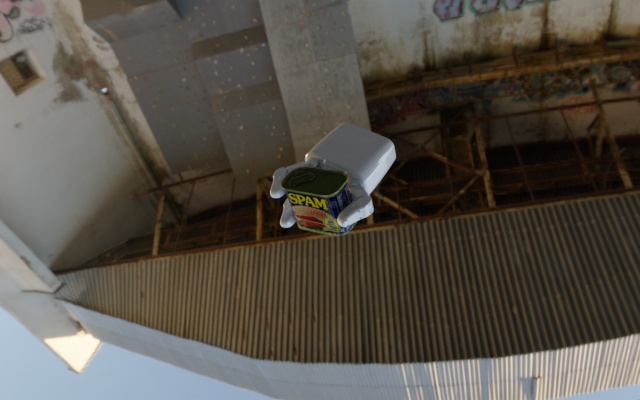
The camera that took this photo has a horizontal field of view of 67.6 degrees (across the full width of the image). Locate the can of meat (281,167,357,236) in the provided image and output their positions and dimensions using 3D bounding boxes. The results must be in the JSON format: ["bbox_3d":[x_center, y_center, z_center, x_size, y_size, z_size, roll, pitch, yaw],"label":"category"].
[{"bbox_3d":[0.000,0.003,0.721,0.102,0.084,0.057,10,44,33],"label":"can of meat"}]
